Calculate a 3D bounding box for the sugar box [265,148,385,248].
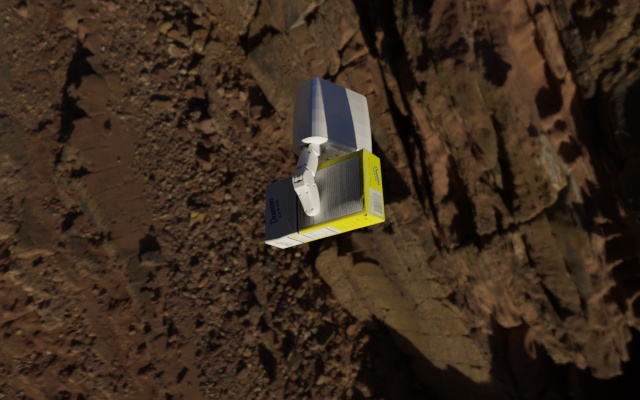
[{"bbox_3d":[0.001,0.002,0.656,0.176,0.093,0.048,-19,-28,37],"label":"sugar box"}]
